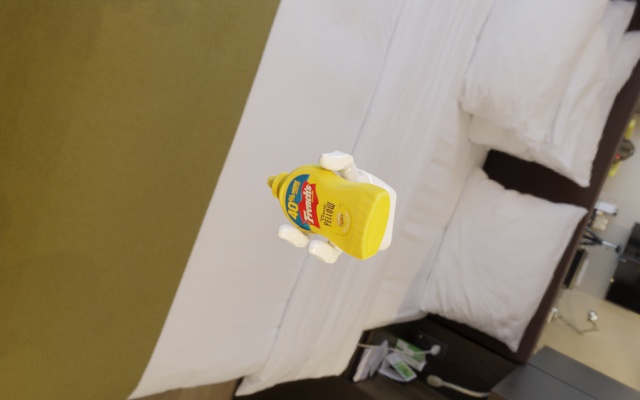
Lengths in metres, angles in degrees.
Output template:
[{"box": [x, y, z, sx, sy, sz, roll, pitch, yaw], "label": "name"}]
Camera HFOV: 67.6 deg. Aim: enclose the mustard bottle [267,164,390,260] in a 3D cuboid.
[{"box": [0.000, 0.002, 0.659, 0.191, 0.096, 0.058, 24, 26, 33], "label": "mustard bottle"}]
